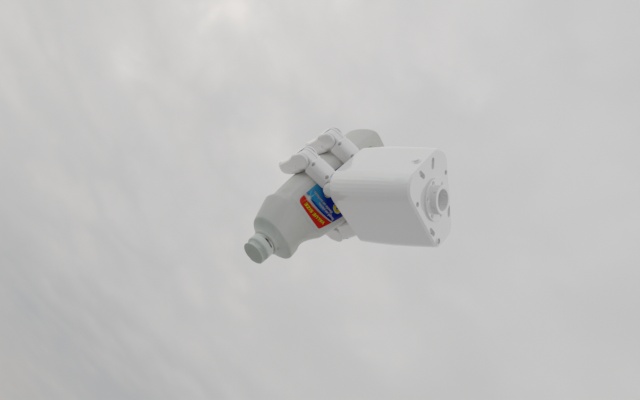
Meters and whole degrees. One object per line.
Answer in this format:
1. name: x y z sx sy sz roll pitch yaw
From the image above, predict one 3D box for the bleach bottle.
1. bleach bottle: 0.000 0.002 0.618 0.068 0.103 0.250 3 33 42
